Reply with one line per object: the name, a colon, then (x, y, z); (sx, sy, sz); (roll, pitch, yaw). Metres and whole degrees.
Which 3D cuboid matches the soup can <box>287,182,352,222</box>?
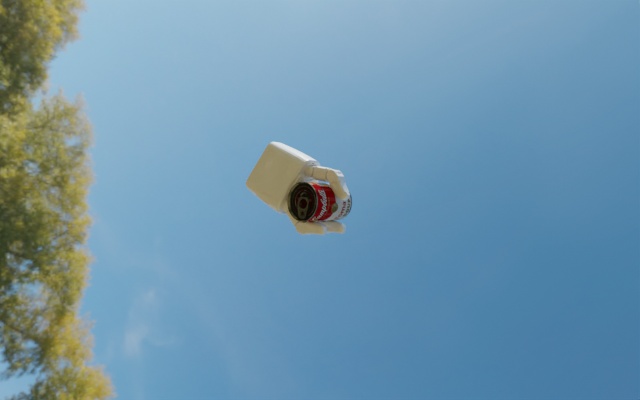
soup can: (0.001, 0.003, 0.843); (0.068, 0.068, 0.102); (0, -1, 39)
